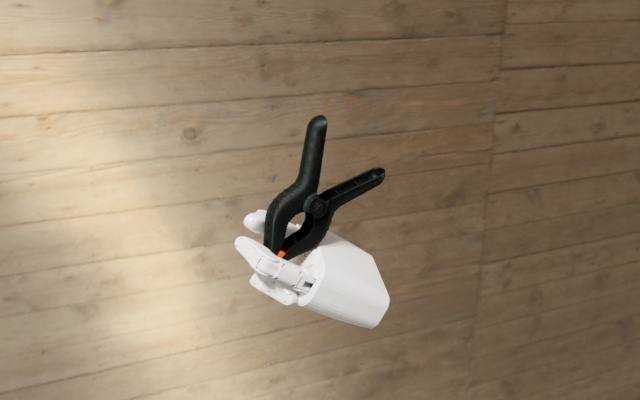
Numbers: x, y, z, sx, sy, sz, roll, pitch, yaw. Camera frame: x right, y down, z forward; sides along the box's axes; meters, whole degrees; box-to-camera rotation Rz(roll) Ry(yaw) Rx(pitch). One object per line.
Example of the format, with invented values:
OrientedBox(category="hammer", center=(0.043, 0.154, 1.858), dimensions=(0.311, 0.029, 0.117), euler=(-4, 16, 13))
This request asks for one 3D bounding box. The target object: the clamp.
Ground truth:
OrientedBox(category="clamp", center=(0.000, 0.002, 0.548), dimensions=(0.120, 0.171, 0.039), euler=(27, 7, -26))
